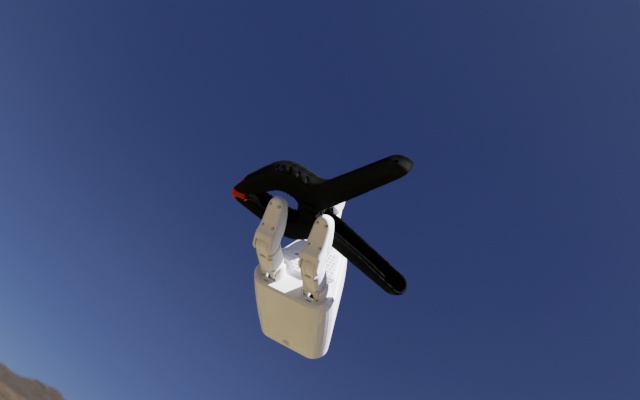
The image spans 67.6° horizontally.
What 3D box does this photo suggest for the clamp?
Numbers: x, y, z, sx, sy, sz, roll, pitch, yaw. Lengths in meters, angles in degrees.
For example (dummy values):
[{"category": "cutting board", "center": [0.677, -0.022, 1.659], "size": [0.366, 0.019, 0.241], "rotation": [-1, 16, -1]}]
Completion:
[{"category": "clamp", "center": [0.000, 0.001, 0.488], "size": [0.210, 0.165, 0.036], "rotation": [21, 42, 21]}]
